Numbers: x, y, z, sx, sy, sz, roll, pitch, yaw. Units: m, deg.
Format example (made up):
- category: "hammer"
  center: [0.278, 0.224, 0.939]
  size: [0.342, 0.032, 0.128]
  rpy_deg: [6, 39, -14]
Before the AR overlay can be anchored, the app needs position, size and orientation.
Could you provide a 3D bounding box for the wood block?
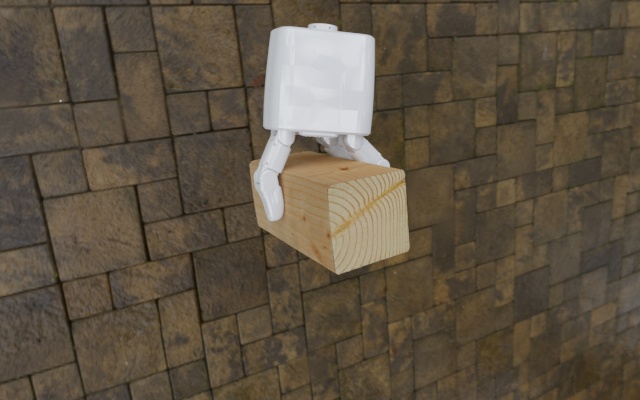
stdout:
- category: "wood block"
  center: [0.000, 0.002, 0.551]
  size: [0.091, 0.090, 0.206]
  rpy_deg: [-13, 16, -26]
